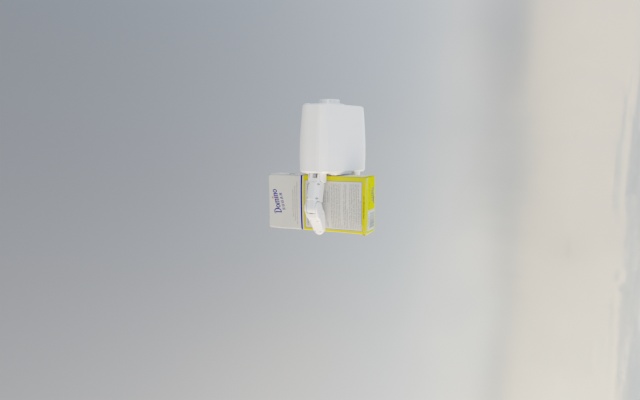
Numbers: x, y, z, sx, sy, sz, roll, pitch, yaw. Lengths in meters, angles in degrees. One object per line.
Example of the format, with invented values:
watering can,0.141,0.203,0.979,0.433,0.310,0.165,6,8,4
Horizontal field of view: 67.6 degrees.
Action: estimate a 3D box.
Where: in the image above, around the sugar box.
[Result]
sugar box,0.000,0.002,0.786,0.176,0.093,0.048,4,9,28
